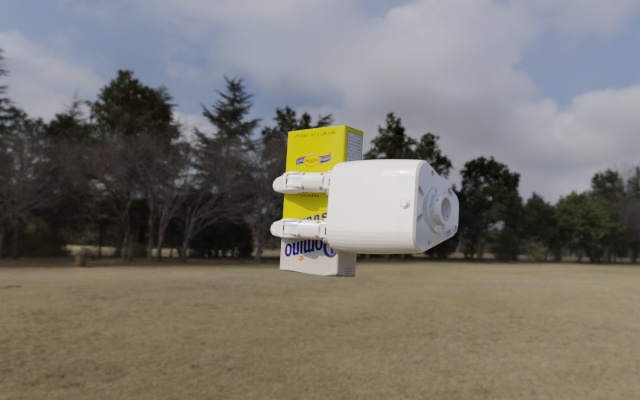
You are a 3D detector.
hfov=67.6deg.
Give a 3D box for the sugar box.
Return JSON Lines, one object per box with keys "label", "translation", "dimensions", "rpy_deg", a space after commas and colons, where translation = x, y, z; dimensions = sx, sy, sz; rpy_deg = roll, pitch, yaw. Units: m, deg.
{"label": "sugar box", "translation": [0.000, 0.002, 0.585], "dimensions": [0.093, 0.176, 0.048], "rpy_deg": [-1, -8, 39]}
